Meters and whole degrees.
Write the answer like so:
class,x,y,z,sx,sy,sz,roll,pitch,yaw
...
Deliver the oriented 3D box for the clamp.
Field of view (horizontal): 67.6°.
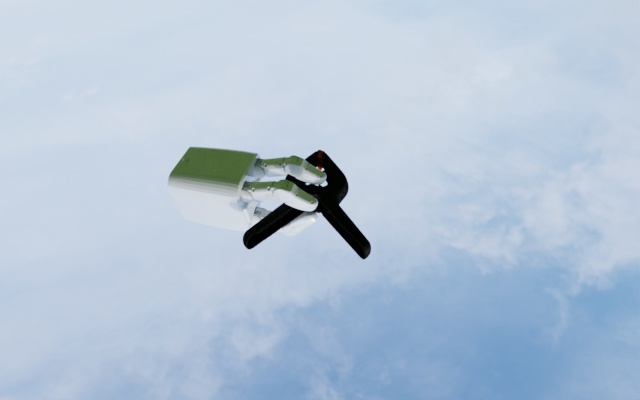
class,x,y,z,sx,sy,sz,roll,pitch,yaw
clamp,0.000,0.002,0.674,0.164,0.036,0.209,10,42,8
